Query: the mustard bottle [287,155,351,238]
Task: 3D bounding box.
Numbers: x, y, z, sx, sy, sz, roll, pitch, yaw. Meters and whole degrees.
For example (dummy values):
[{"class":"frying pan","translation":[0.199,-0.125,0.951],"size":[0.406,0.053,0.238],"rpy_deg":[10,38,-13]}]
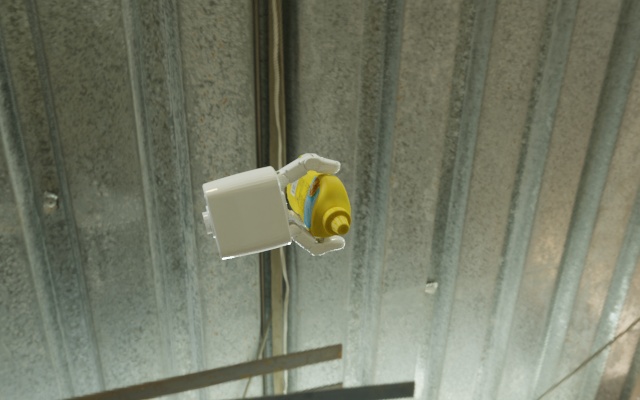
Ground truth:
[{"class":"mustard bottle","translation":[0.000,0.002,0.738],"size":[0.058,0.096,0.191],"rpy_deg":[7,20,-23]}]
